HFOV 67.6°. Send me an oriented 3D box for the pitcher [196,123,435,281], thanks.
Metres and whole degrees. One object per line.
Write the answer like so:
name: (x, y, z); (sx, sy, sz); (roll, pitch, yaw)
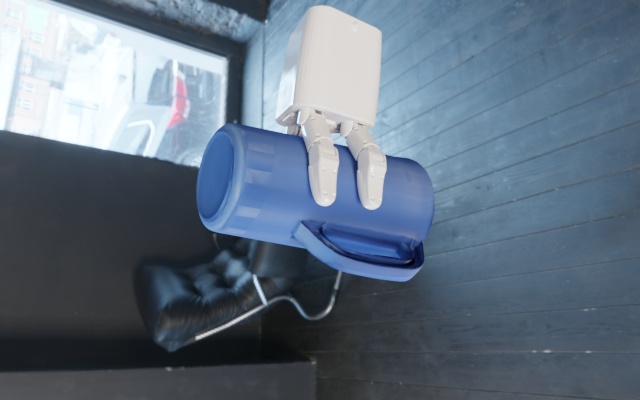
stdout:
pitcher: (0.000, 0.002, 0.517); (0.243, 0.145, 0.149); (10, -5, -33)
